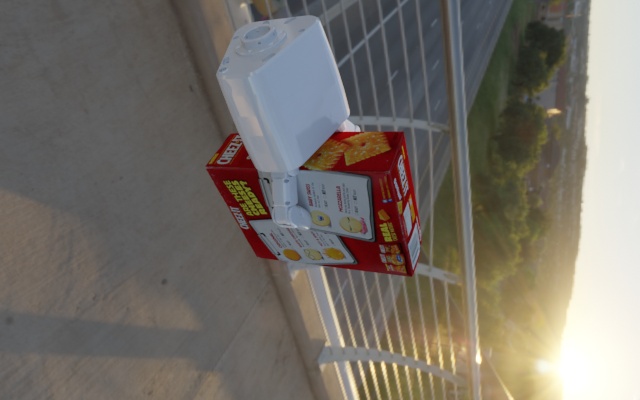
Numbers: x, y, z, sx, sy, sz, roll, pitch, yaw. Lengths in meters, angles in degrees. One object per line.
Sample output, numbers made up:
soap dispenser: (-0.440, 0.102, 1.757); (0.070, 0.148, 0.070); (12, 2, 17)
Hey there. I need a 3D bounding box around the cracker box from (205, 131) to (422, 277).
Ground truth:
cracker box: (0.000, 0.002, 0.552); (0.213, 0.072, 0.164); (4, -43, 26)
